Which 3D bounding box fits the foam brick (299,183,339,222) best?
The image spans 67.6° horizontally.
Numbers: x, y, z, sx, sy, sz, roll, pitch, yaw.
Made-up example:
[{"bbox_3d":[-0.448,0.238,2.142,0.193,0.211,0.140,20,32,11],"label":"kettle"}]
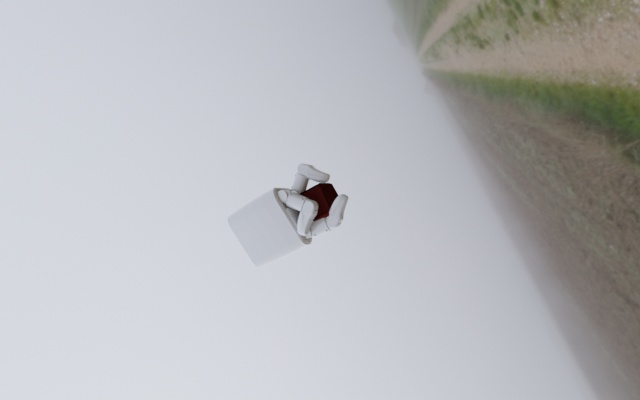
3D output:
[{"bbox_3d":[0.000,0.003,0.851,0.051,0.053,0.078,-29,-9,17],"label":"foam brick"}]
